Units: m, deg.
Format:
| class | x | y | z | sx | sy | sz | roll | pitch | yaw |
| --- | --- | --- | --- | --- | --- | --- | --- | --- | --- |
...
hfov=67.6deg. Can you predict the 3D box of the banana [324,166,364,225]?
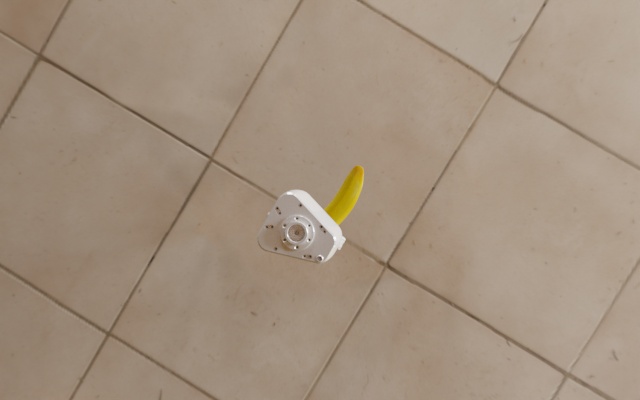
| class | x | y | z | sx | sy | sz | roll | pitch | yaw |
| --- | --- | --- | --- | --- | --- | --- | --- | --- | --- |
| banana | 0.008 | 0.020 | 0.839 | 0.198 | 0.069 | 0.037 | -36 | -4 | 6 |
